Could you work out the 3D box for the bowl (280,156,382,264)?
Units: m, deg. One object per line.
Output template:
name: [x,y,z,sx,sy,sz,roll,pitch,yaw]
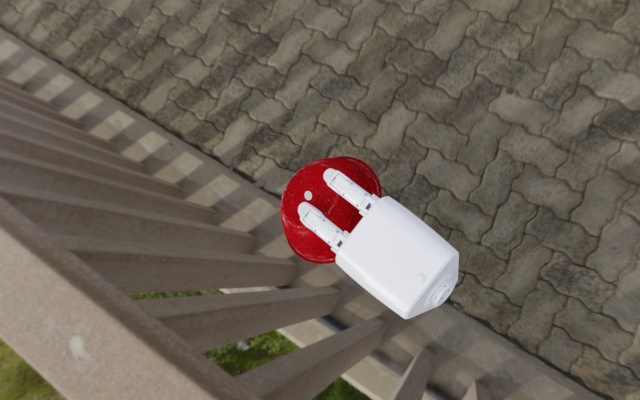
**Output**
bowl: [-0.001,0.002,0.652,0.162,0.162,0.055,0,-21,36]
